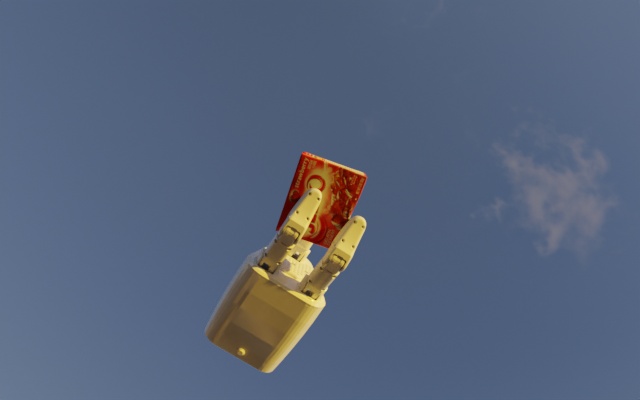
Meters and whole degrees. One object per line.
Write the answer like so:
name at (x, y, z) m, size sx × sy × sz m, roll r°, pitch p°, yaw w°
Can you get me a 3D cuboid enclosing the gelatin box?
gelatin box at (0.000, 0.001, 0.511) m, size 0.073 × 0.089 × 0.030 m, roll 20°, pitch 10°, yaw -3°
